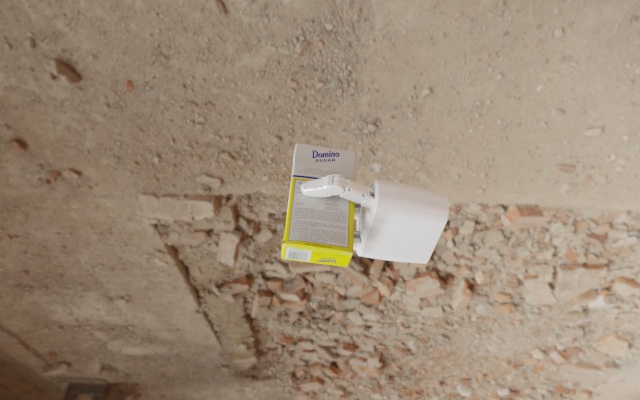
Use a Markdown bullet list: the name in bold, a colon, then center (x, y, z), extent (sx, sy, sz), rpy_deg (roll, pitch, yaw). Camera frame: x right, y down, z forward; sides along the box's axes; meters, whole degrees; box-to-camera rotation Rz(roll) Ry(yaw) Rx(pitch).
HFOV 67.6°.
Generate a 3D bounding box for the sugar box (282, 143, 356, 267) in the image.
- **sugar box**: center (0.000, 0.003, 0.674), extent (0.093, 0.176, 0.048), rpy_deg (8, -38, -5)
